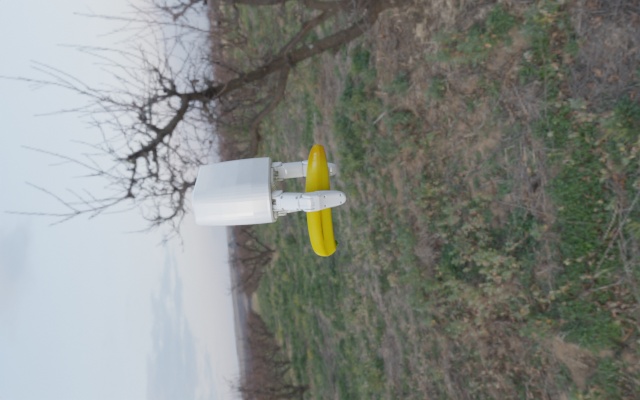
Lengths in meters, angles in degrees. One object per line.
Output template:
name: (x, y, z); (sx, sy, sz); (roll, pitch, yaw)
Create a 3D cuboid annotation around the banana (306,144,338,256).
banana: (0.000, 0.017, 0.696); (0.037, 0.198, 0.069); (-3, 39, 5)
